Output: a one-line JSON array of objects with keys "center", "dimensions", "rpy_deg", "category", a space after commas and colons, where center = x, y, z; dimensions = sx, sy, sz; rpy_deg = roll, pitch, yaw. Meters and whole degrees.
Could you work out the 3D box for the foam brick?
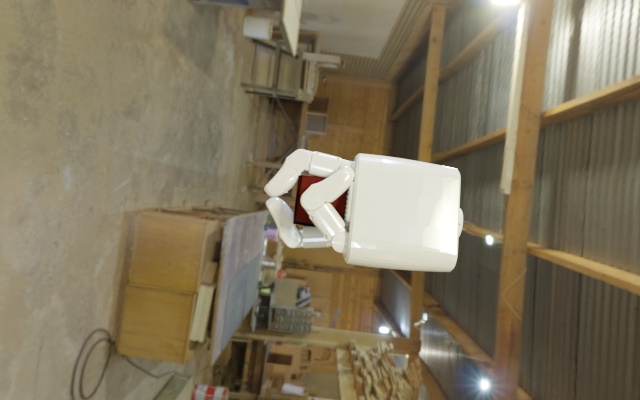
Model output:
[{"center": [0.000, 0.002, 0.519], "dimensions": [0.051, 0.053, 0.078], "rpy_deg": [7, 2, 0], "category": "foam brick"}]
